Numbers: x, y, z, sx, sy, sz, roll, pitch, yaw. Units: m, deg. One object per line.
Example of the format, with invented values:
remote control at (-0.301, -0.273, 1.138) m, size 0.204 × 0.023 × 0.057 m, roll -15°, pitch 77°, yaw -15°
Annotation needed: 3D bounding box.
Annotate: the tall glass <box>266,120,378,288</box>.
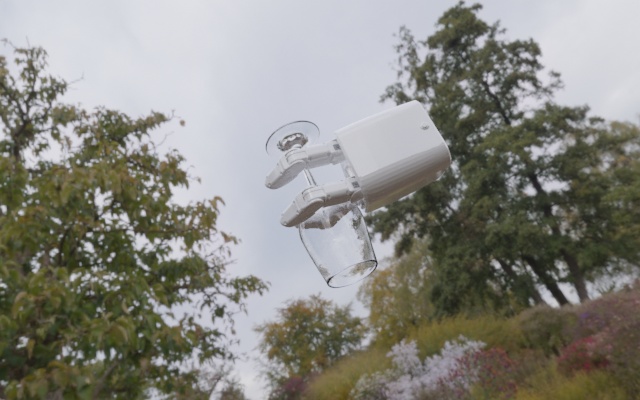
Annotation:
tall glass at (0.000, 0.001, 0.575) m, size 0.079 × 0.201 × 0.079 m, roll -18°, pitch -28°, yaw -10°
